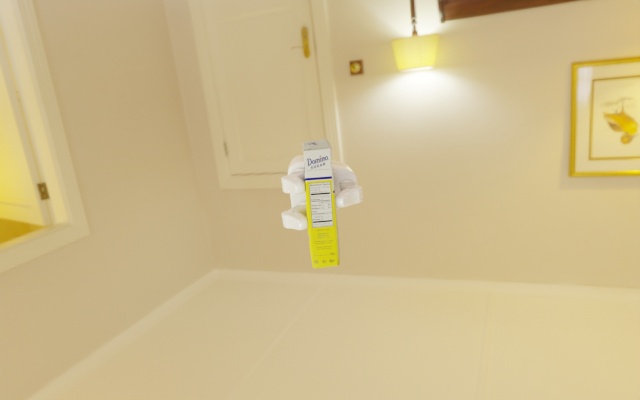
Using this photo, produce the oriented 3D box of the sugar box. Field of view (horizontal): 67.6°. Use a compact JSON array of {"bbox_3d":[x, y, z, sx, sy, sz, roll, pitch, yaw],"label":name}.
[{"bbox_3d":[0.000,0.002,0.712,0.048,0.176,0.093,-7,14,-1],"label":"sugar box"}]
